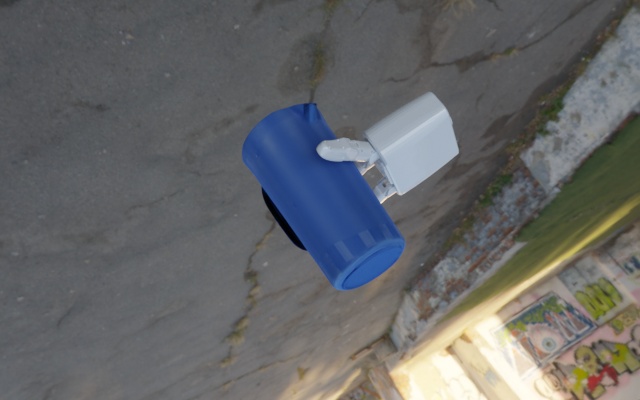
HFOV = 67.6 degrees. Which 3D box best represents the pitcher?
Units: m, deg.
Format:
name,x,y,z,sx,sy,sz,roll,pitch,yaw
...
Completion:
name,x,y,z,sx,sy,sz,roll,pitch,yaw
pitcher,0.000,0.002,0.652,0.145,0.242,0.149,-34,-25,0
